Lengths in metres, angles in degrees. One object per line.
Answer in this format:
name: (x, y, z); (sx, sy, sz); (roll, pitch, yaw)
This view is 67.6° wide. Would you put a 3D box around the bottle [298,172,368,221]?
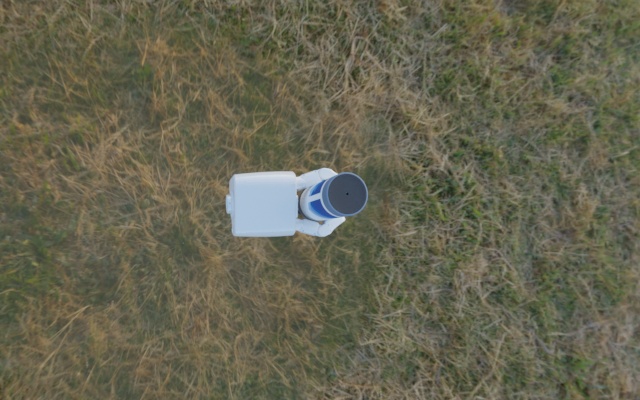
bottle: (0.000, 0.003, 0.859); (0.069, 0.069, 0.296); (0, -5, -16)
